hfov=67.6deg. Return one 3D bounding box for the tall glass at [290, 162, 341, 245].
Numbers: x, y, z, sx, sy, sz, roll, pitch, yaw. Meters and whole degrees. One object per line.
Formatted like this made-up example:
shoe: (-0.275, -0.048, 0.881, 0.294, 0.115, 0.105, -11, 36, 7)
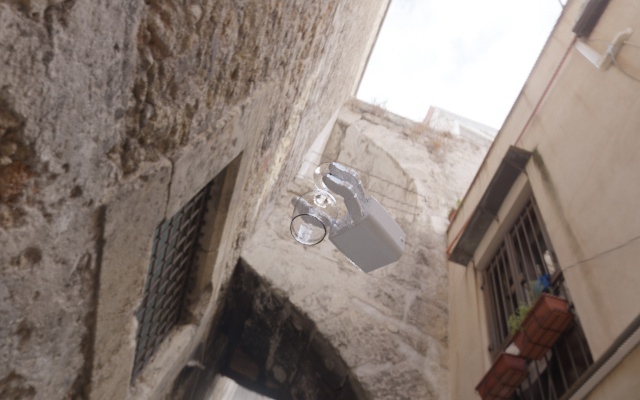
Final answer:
tall glass: (0.000, 0.002, 0.879, 0.079, 0.079, 0.201, 0, 28, 14)
